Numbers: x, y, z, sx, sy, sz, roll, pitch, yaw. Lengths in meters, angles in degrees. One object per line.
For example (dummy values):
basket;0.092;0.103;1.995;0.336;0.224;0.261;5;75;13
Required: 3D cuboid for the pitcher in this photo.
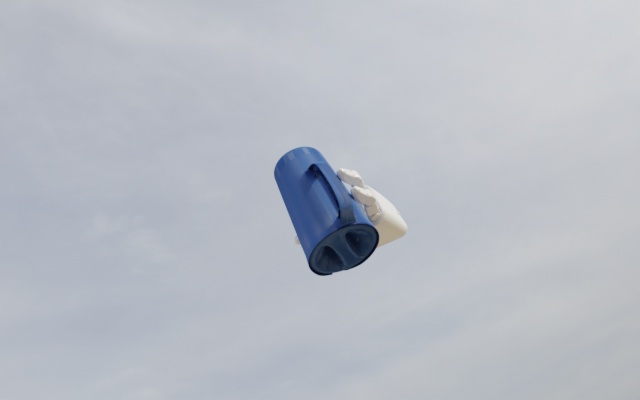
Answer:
pitcher;0.000;0.003;0.883;0.149;0.242;0.145;-44;-41;18
